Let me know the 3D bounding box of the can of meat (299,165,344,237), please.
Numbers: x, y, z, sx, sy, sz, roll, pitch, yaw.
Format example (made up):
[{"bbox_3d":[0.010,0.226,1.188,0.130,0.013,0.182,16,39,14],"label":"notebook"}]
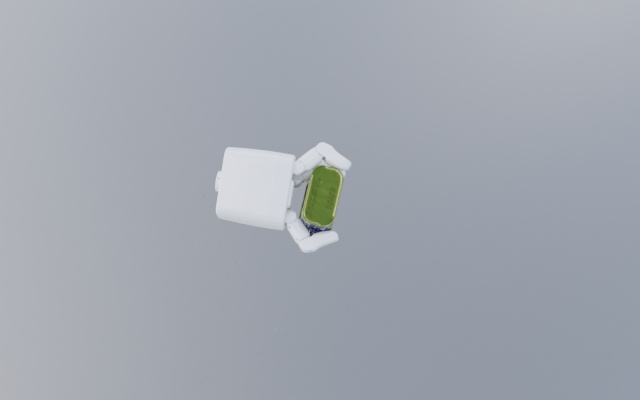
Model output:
[{"bbox_3d":[0.000,0.003,0.756,0.057,0.102,0.084,13,-16,-1],"label":"can of meat"}]
